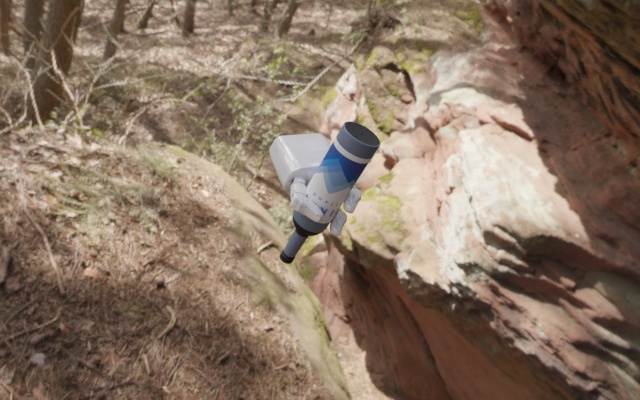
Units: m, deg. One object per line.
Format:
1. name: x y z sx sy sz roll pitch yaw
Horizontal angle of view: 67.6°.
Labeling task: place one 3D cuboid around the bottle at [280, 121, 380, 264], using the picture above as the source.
1. bottle: 0.000 0.003 0.823 0.069 0.296 0.069 22 33 -15
